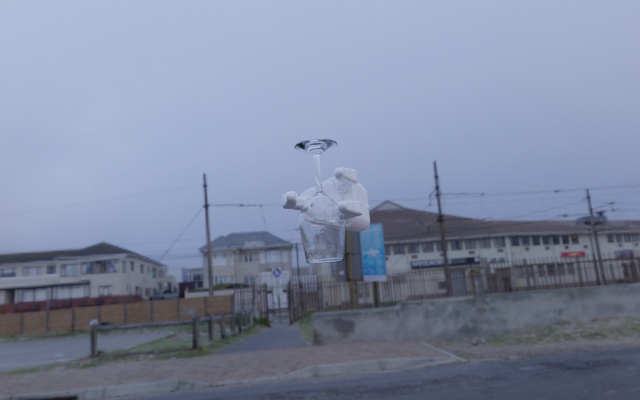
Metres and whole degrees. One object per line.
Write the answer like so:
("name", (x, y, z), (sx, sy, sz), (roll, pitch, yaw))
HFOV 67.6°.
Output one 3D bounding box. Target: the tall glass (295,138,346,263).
("tall glass", (0.000, 0.002, 0.803), (0.079, 0.201, 0.079), (-4, -12, -1))
